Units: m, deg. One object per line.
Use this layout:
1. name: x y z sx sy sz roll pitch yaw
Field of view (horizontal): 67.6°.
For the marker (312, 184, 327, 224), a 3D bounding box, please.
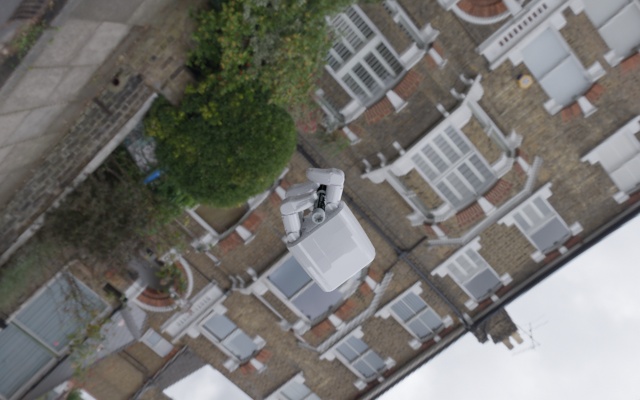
1. marker: 0.000 0.002 0.739 0.020 0.020 0.121 0 22 4
